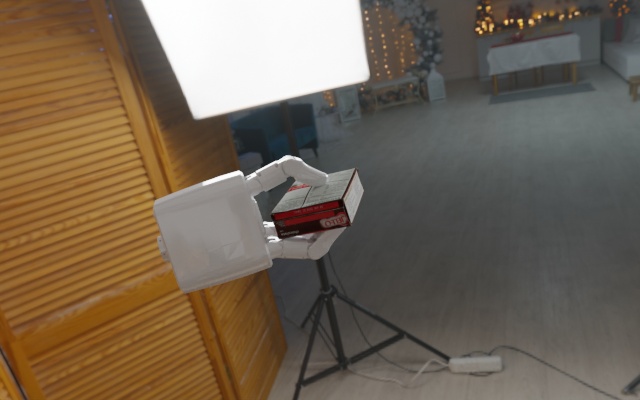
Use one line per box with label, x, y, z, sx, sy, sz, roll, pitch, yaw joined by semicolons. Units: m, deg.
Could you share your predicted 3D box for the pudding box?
pudding box;0.000;0.002;0.577;0.090;0.039;0.113;-11;21;18
